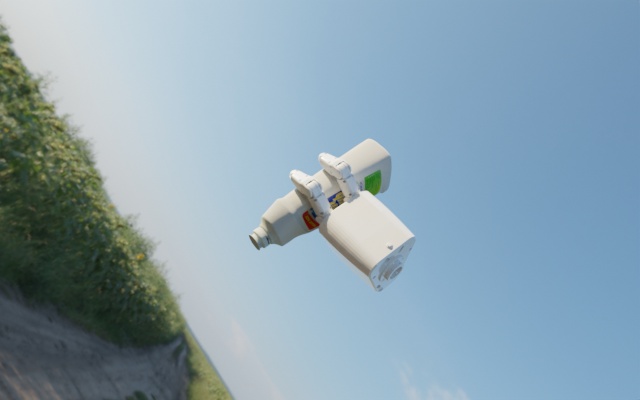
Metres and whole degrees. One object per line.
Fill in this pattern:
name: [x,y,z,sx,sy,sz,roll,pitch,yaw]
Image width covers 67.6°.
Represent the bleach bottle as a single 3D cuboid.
bleach bottle: [0.000,0.002,0.751,0.251,0.068,0.103,-34,-31,-22]
